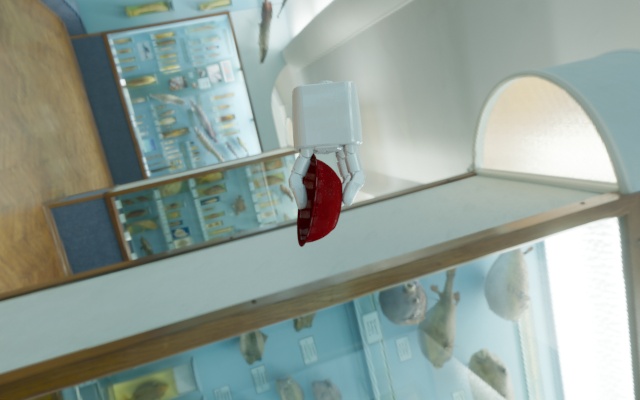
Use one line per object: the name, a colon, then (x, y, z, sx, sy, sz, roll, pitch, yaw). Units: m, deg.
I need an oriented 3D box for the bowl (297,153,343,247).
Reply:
bowl: (0.000, 0.004, 0.824, 0.055, 0.162, 0.162, 8, -2, -11)
